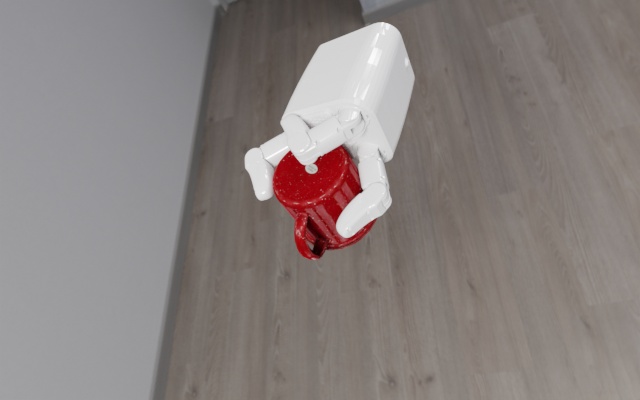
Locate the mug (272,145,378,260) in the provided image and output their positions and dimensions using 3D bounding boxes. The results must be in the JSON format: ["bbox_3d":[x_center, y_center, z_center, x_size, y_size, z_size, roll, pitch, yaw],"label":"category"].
[{"bbox_3d":[-0.001,0.003,0.478,0.093,0.117,0.081,5,-29,30],"label":"mug"}]
